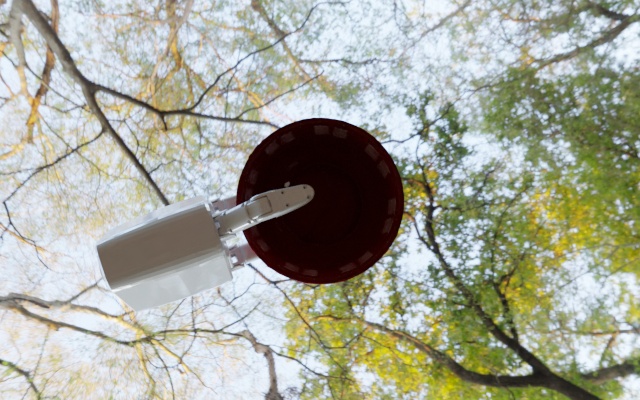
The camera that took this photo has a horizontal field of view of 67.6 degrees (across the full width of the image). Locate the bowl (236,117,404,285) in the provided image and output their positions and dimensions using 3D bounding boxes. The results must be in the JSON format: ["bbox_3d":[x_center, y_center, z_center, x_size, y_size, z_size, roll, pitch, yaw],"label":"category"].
[{"bbox_3d":[0.001,0.001,0.483,0.162,0.162,0.055,0,-6,2],"label":"bowl"}]
